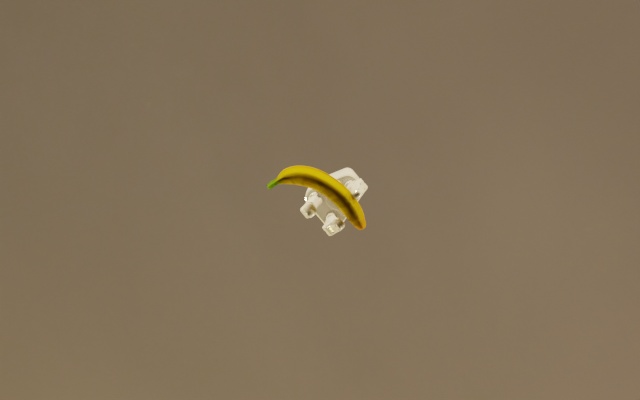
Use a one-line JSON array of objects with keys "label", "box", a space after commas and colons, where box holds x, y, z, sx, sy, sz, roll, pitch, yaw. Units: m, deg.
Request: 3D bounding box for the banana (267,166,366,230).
[{"label": "banana", "box": [0.005, -0.015, 0.876, 0.198, 0.069, 0.037, 25, 11, -5]}]
